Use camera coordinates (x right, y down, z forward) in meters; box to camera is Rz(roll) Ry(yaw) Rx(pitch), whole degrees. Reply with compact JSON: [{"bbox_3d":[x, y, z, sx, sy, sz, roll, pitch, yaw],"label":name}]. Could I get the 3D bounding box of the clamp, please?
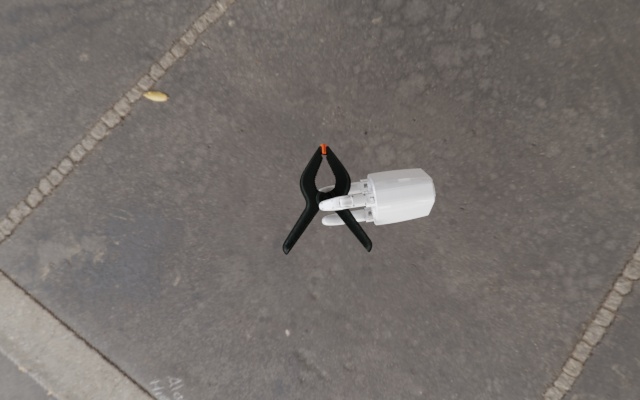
[{"bbox_3d":[0.000,0.002,0.883,0.164,0.210,0.036,-9,-3,1],"label":"clamp"}]
